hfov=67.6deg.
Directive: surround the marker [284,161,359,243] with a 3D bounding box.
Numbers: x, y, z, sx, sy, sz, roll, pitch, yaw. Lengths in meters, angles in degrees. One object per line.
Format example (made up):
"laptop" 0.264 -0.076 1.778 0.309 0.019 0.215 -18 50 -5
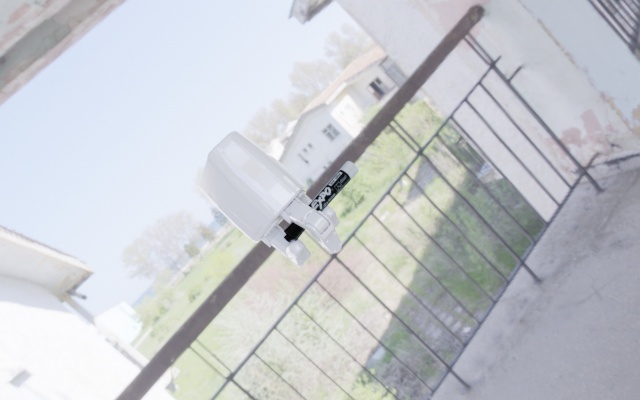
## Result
"marker" 0.000 0.002 0.559 0.020 0.121 0.020 39 -16 13
